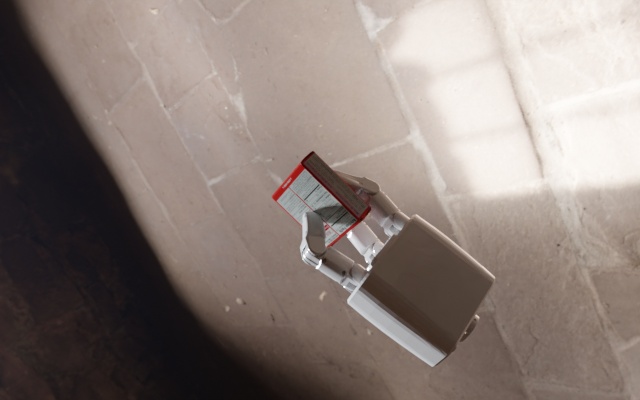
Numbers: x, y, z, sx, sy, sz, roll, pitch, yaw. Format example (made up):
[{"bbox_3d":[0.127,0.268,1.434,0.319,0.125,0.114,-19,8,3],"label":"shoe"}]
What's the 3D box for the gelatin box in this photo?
[{"bbox_3d":[0.000,0.002,0.518,0.030,0.089,0.073,-48,2,-43],"label":"gelatin box"}]
